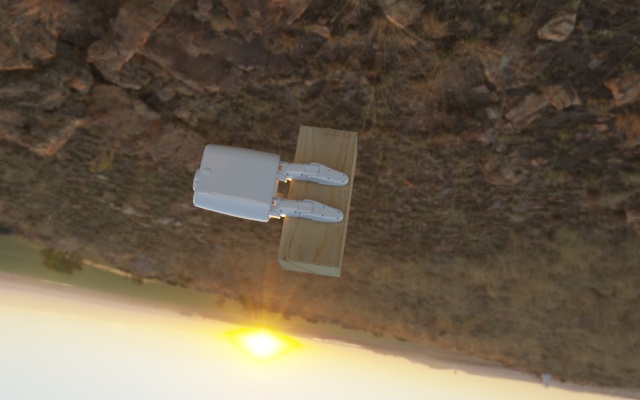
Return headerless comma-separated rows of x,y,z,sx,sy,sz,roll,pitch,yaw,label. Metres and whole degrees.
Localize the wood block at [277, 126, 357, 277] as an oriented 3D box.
0.000,0.003,0.726,0.090,0.206,0.091,7,-17,5,wood block
